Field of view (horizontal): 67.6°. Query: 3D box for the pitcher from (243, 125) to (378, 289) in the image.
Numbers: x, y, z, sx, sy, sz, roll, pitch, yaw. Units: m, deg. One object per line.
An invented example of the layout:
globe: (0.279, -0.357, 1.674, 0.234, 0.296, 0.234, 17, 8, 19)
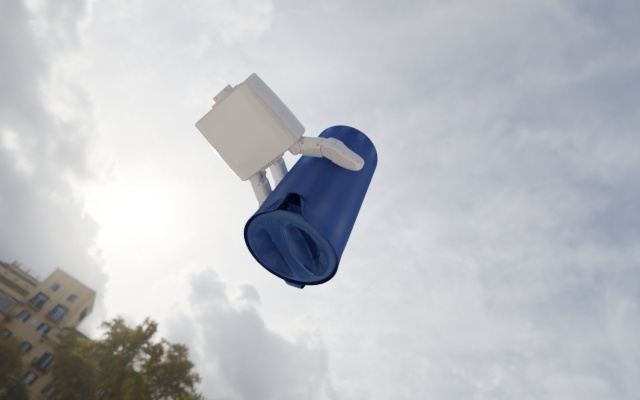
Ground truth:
pitcher: (0.000, 0.002, 0.699, 0.149, 0.145, 0.242, -29, 21, 41)
